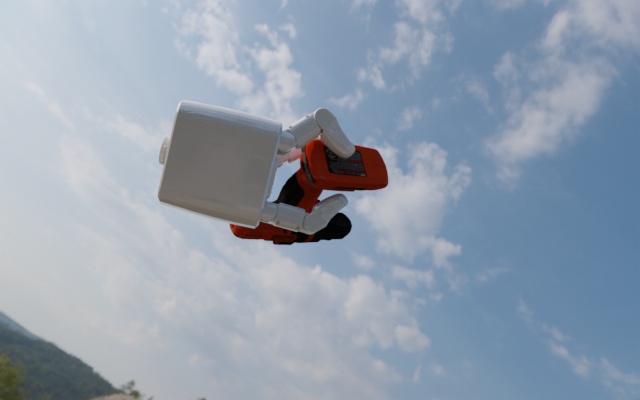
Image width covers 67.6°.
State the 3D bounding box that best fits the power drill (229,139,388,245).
[{"bbox_3d":[0.000,0.002,0.603,0.184,0.057,0.188,3,-30,-34],"label":"power drill"}]
